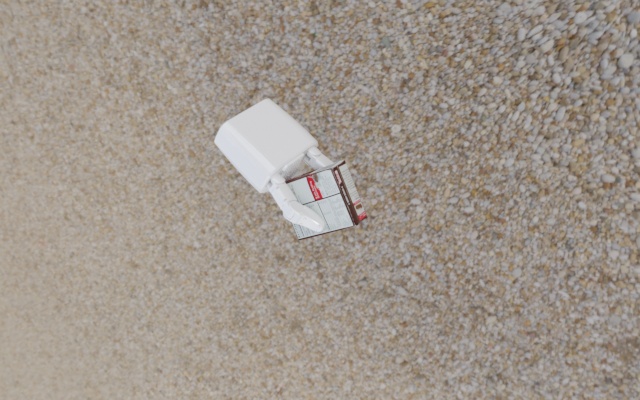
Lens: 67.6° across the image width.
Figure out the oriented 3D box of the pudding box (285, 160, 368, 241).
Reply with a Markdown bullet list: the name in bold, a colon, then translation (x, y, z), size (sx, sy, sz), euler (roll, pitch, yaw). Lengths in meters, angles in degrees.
- **pudding box**: translation (0.000, 0.002, 0.683), size (0.113, 0.090, 0.039), euler (-16, 10, 40)
